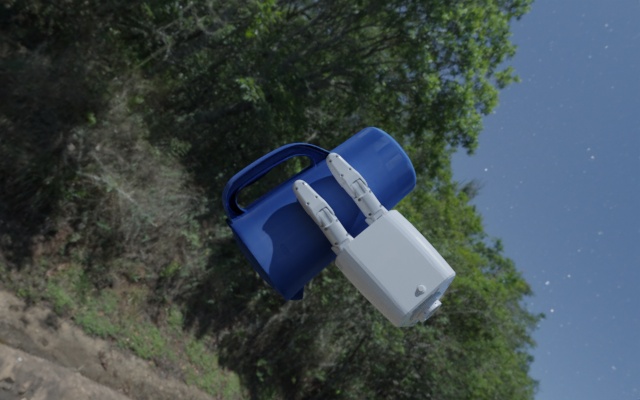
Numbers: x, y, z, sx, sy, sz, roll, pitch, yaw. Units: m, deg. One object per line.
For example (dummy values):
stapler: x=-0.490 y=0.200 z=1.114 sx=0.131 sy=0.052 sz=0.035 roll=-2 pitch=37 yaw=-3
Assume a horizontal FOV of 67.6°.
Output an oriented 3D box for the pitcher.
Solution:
pitcher: x=0.000 y=0.002 z=0.633 sx=0.243 sy=0.145 sz=0.149 roll=-38 pitch=-25 yaw=-11
